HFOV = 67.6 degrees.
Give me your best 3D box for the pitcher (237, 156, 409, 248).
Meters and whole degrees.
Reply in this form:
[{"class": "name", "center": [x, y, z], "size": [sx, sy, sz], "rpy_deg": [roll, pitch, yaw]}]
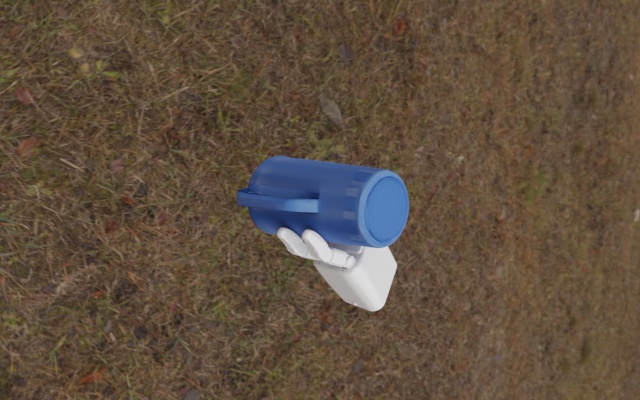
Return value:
[{"class": "pitcher", "center": [0.000, 0.002, 0.720], "size": [0.243, 0.149, 0.145], "rpy_deg": [7, -40, 46]}]
